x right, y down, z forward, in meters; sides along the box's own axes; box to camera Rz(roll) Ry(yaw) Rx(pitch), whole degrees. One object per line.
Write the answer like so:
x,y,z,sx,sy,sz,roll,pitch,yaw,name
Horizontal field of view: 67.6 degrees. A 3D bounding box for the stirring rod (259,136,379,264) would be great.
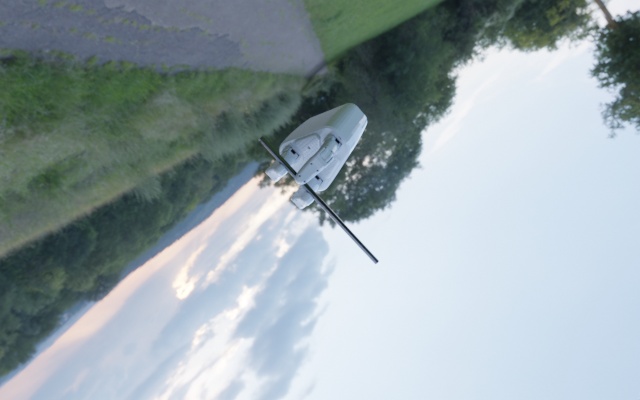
0.000,0.002,0.663,0.011,0.239,0.011,-41,10,9,stirring rod
